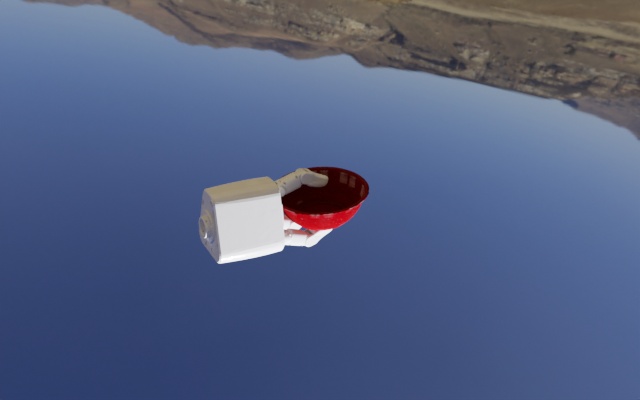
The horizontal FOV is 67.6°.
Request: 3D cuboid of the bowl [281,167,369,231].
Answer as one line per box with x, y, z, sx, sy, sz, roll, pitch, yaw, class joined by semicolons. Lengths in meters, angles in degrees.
0.001;0.003;0.796;0.162;0.055;0.162;-3;31;1;bowl
